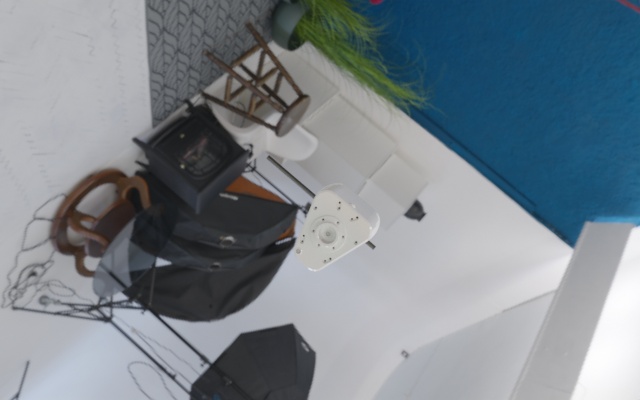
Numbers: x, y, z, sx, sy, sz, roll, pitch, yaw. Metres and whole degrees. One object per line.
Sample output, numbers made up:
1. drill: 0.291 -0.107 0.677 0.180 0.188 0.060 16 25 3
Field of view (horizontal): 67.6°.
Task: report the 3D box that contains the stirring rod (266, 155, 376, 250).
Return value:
1. stirring rod: 0.000 0.003 0.815 0.239 0.011 0.011 41 4 5
